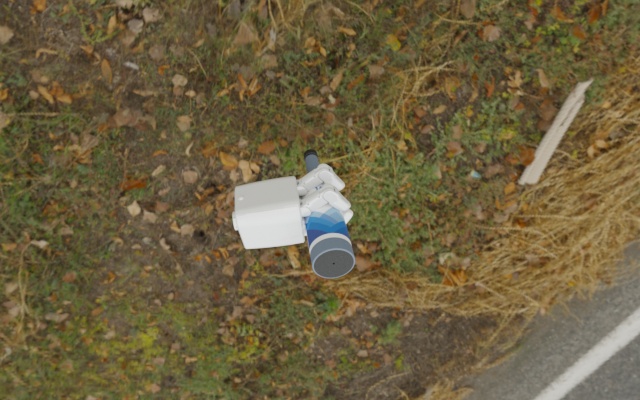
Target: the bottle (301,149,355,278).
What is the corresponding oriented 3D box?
[{"bbox_3d":[0.000,0.003,0.835,0.069,0.069,0.295,0,40,-10],"label":"bottle"}]
